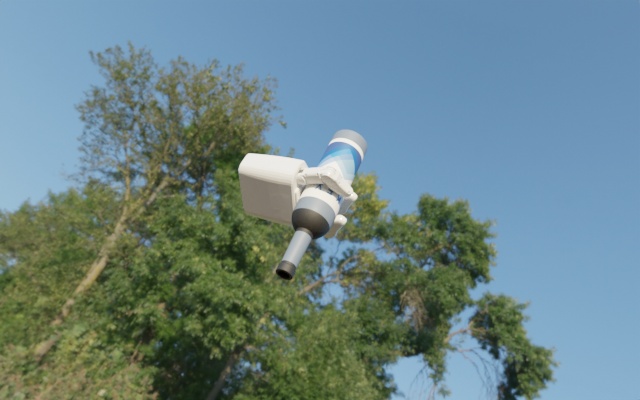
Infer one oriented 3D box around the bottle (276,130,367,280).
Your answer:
[{"bbox_3d":[0.000,0.002,0.785,0.069,0.295,0.069,17,-37,13],"label":"bottle"}]
